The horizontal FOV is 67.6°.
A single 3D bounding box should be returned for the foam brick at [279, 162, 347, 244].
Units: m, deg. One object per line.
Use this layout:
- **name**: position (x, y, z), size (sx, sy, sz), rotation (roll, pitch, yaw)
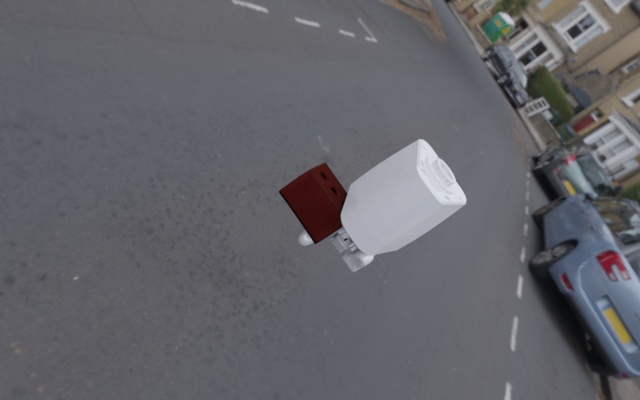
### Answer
- **foam brick**: position (0.000, 0.002, 0.573), size (0.051, 0.078, 0.053), rotation (-36, -2, 28)
